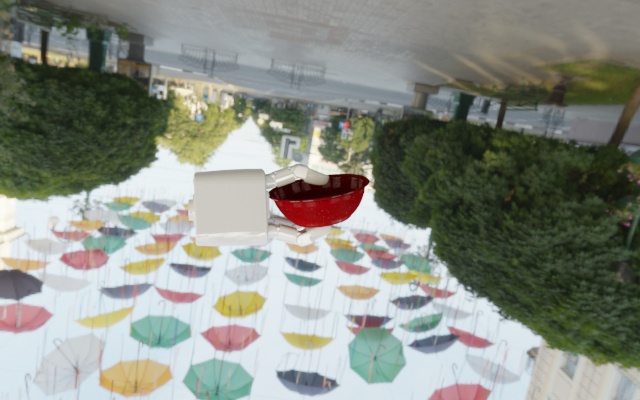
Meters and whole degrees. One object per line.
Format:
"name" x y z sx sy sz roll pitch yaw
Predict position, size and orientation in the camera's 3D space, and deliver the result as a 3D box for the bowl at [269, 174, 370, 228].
"bowl" 0.002 0.003 0.753 0.162 0.055 0.162 -8 15 2
